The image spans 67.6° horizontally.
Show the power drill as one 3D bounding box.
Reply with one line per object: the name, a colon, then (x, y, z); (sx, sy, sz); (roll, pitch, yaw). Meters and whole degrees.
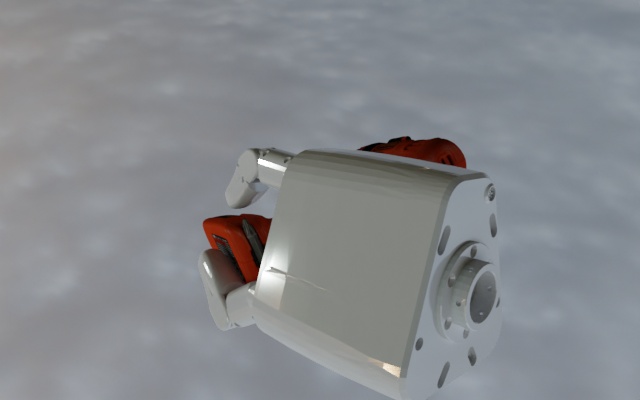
power drill: (0.000, 0.002, 0.401); (0.187, 0.057, 0.184); (-28, 10, -20)
